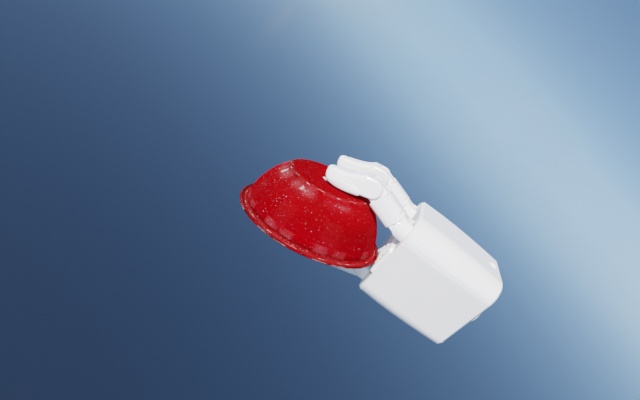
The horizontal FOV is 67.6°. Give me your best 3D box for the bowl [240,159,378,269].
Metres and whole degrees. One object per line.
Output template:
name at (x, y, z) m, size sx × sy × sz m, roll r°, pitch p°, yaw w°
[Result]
bowl at (-0.001, 0.001, 0.503) m, size 0.162 × 0.055 × 0.162 m, roll 23°, pitch 20°, yaw -9°
